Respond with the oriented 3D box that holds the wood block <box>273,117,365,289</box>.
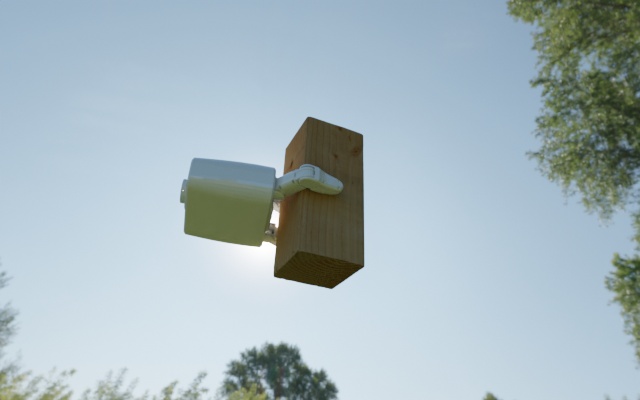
[{"bbox_3d":[0.000,0.002,0.647,0.090,0.206,0.091,16,-34,-20],"label":"wood block"}]
